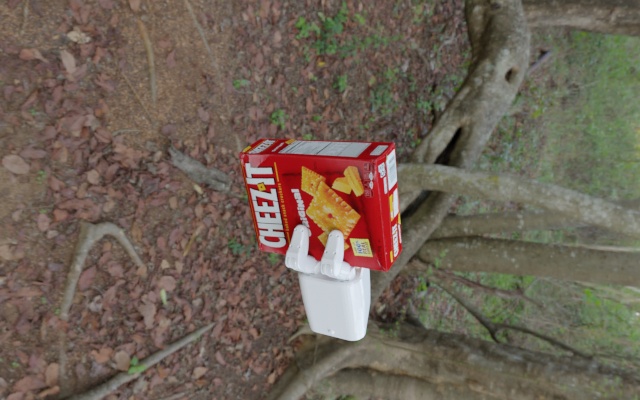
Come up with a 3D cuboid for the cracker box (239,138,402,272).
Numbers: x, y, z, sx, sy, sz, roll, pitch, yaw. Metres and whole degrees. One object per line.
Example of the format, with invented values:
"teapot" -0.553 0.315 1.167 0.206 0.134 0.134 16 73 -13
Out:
"cracker box" 0.000 0.002 0.674 0.213 0.164 0.072 6 27 28
